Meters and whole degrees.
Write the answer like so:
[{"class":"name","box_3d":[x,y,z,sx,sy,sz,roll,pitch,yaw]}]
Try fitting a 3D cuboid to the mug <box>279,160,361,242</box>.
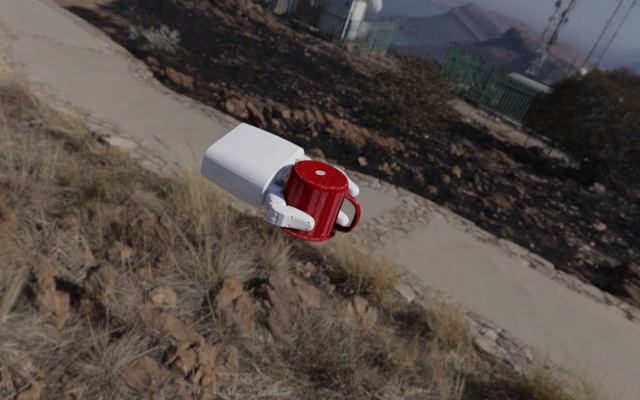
[{"class":"mug","box_3d":[0.001,0.003,0.654,0.117,0.081,0.093,26,28,12]}]
